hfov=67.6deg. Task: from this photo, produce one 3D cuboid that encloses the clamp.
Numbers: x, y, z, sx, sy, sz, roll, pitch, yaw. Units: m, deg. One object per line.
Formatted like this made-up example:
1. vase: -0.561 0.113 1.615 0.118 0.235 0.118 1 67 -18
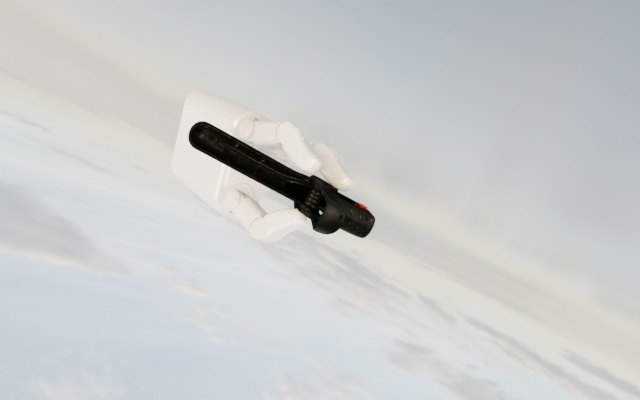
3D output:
1. clamp: 0.000 0.002 0.431 0.164 0.036 0.210 34 5 39
